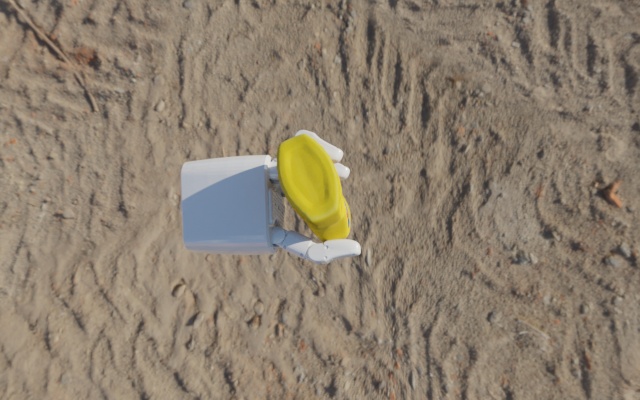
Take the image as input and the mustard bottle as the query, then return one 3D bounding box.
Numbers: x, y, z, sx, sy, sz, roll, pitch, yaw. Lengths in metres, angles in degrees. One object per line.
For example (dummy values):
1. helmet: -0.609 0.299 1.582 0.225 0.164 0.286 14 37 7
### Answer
1. mustard bottle: 0.000 0.002 0.560 0.058 0.096 0.192 -25 -18 0
